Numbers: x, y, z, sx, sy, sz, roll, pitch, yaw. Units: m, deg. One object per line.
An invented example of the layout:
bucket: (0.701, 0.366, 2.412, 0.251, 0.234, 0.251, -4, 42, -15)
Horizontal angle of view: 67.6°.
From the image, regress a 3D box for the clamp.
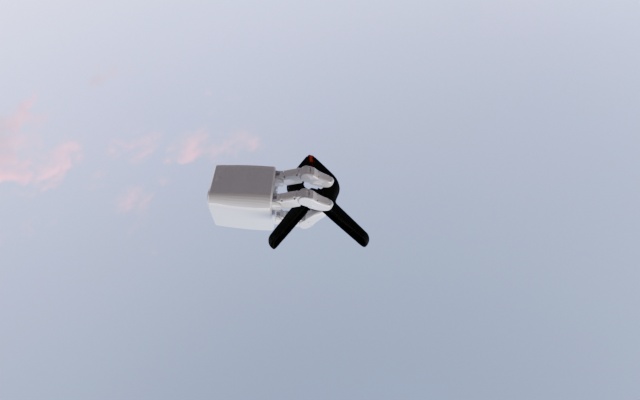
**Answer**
clamp: (0.000, 0.003, 0.834, 0.164, 0.209, 0.036, 5, -42, -4)
